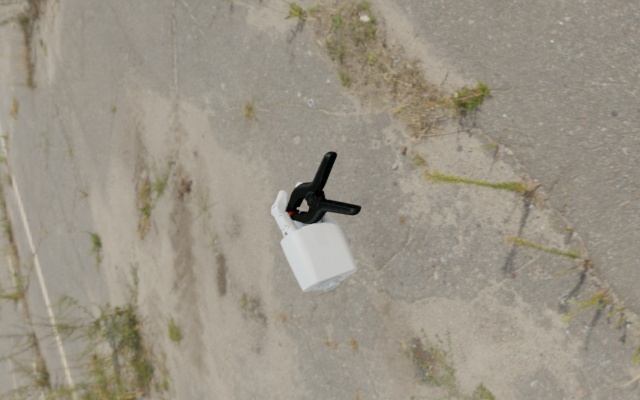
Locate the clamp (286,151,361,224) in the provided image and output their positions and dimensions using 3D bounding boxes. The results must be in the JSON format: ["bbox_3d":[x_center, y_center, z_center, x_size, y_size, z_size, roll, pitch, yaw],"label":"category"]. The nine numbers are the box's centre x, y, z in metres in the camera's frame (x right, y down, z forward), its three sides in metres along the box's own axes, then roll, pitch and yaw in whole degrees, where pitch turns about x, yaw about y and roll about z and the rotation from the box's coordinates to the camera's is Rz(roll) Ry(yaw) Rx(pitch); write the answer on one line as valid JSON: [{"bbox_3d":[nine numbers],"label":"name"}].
[{"bbox_3d":[0.000,0.003,0.878,0.039,0.120,0.171,-9,-24,-44],"label":"clamp"}]
